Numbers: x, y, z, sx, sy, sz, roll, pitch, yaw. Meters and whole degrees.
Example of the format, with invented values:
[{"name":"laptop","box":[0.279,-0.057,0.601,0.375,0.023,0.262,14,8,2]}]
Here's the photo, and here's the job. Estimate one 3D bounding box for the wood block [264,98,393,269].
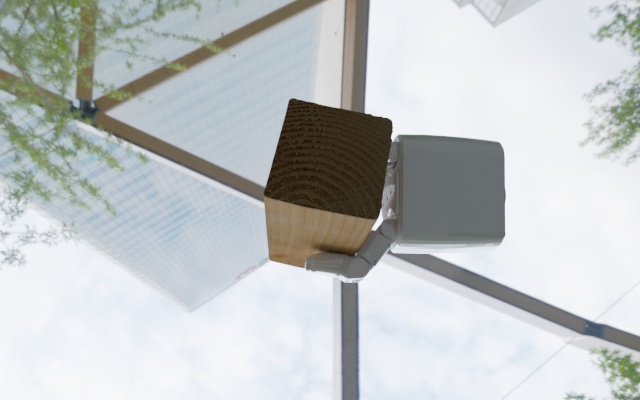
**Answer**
[{"name":"wood block","box":[0.000,0.002,0.465,0.090,0.090,0.206,12,-21,0]}]
